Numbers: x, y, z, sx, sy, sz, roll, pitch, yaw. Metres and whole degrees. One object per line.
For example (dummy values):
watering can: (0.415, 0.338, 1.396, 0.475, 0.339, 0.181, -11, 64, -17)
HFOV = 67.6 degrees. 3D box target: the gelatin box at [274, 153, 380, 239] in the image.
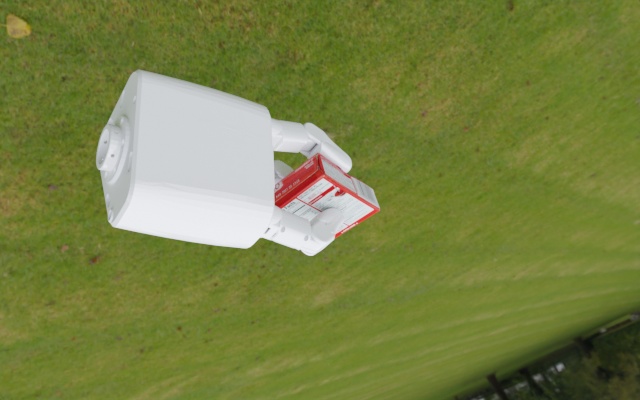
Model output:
gelatin box: (0.000, 0.002, 0.447, 0.073, 0.030, 0.089, -35, -41, 26)
